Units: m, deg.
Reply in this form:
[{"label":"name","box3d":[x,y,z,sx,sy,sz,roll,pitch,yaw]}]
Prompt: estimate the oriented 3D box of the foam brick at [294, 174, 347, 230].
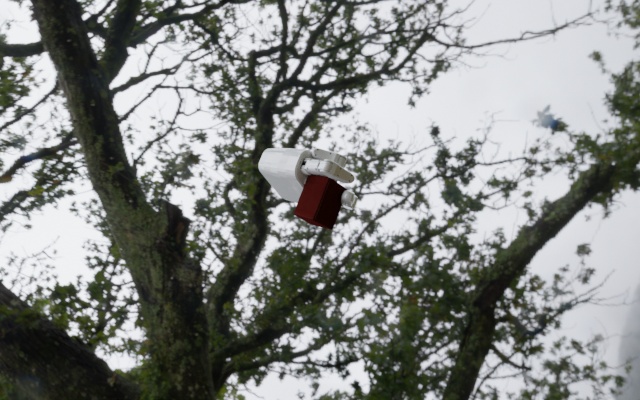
[{"label":"foam brick","box3d":[0.000,0.003,0.806,0.051,0.078,0.053,11,-15,42]}]
